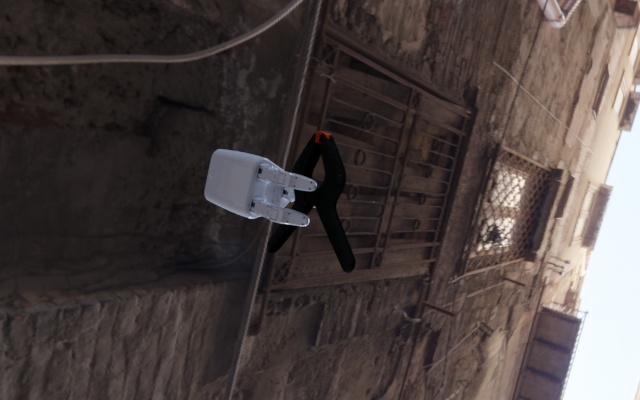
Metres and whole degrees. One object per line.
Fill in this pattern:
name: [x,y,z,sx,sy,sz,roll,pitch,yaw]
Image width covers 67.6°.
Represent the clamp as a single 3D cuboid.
clamp: [0.001,0.002,0.729,0.164,0.210,0.036,17,8,34]
